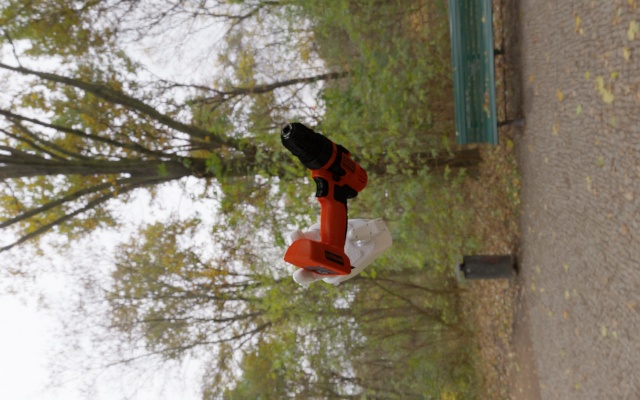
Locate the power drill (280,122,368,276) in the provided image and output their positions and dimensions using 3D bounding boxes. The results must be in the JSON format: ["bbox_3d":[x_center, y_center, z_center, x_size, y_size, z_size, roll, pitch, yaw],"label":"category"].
[{"bbox_3d":[0.000,0.003,0.671,0.057,0.187,0.184,-7,-24,38],"label":"power drill"}]
